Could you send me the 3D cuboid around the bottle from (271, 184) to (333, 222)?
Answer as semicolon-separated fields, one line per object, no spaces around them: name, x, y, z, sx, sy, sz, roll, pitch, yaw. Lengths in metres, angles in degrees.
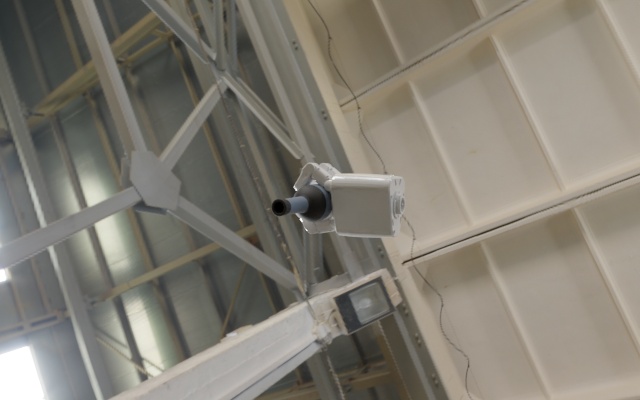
bottle;0.000;0.003;0.869;0.069;0.069;0.295;0;3;26
